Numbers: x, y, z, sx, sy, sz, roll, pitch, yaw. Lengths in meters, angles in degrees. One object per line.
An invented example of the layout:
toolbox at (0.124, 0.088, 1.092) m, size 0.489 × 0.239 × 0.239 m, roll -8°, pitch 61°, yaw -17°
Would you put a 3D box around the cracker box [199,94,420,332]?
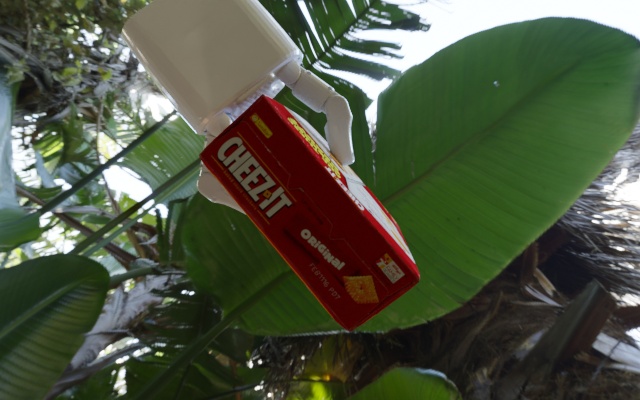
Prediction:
cracker box at (0.000, 0.001, 0.423) m, size 0.072 × 0.164 × 0.213 m, roll -41°, pitch 1°, yaw 8°
